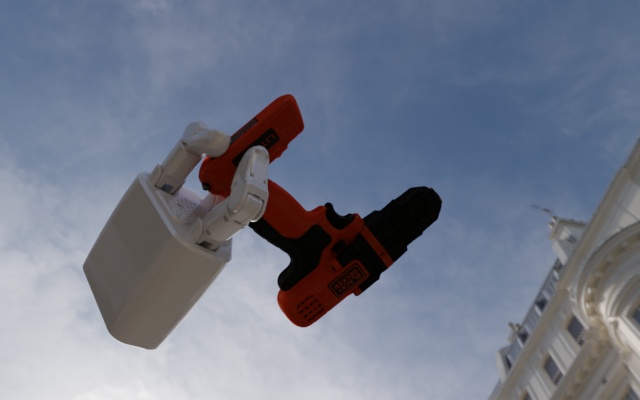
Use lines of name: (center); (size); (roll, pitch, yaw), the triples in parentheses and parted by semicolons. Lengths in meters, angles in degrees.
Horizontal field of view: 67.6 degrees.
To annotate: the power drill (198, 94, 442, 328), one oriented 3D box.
power drill: (0.000, 0.001, 0.430); (0.184, 0.188, 0.057); (-40, 19, -3)
